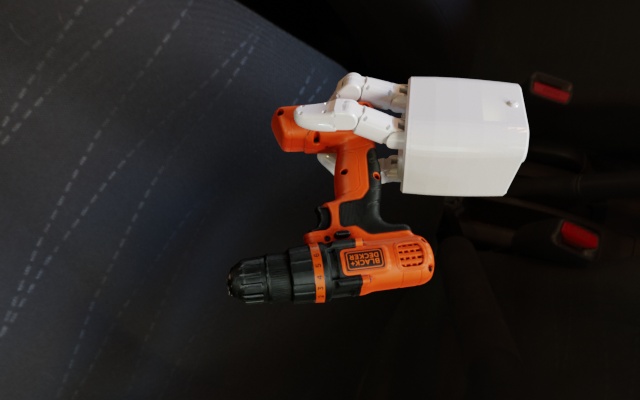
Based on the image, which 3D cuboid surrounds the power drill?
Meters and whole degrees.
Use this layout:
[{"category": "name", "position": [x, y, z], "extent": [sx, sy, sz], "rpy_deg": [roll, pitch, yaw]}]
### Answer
[{"category": "power drill", "position": [0.000, 0.001, 0.451], "extent": [0.184, 0.187, 0.057], "rpy_deg": [-5, -21, -9]}]
